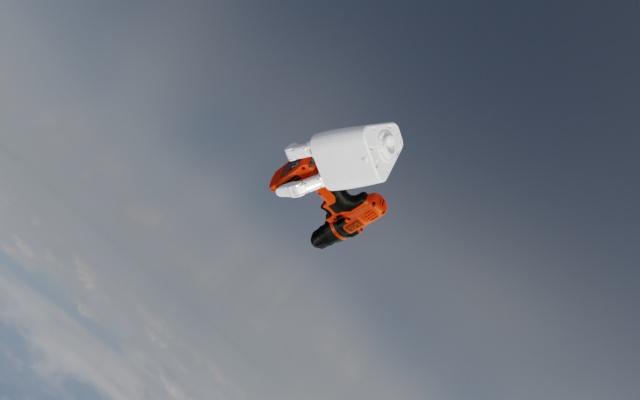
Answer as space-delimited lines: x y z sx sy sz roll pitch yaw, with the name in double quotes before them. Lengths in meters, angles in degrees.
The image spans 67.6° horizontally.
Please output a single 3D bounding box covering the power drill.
"power drill" 0.000 0.003 0.878 0.188 0.057 0.184 38 -52 -23
